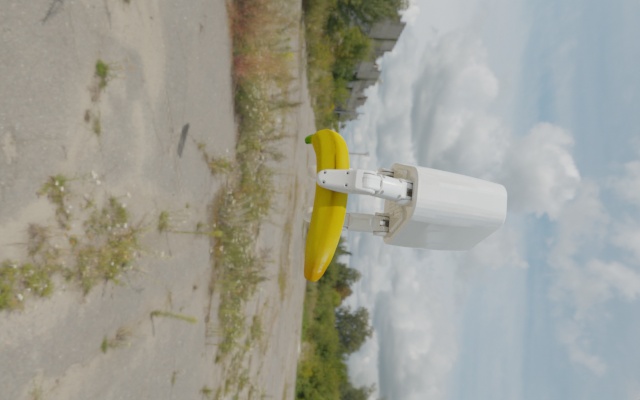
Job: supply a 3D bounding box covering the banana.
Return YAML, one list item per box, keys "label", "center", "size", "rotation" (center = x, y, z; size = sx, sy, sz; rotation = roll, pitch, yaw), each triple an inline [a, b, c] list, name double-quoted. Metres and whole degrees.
- label: "banana"
  center: [0.007, -0.011, 0.525]
  size: [0.037, 0.197, 0.070]
  rotation: [13, -36, -17]
